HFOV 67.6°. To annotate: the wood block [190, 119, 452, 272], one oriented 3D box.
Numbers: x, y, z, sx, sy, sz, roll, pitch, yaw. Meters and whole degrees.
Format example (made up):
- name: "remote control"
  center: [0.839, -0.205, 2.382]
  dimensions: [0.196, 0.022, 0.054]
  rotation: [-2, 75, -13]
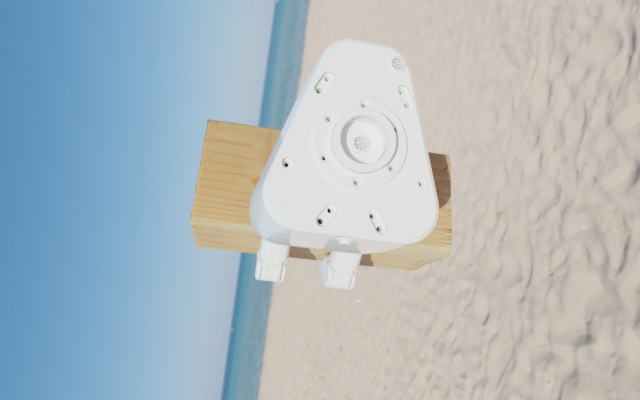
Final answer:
- name: "wood block"
  center: [0.000, 0.001, 0.421]
  dimensions: [0.206, 0.090, 0.090]
  rotation: [8, -19, -9]
